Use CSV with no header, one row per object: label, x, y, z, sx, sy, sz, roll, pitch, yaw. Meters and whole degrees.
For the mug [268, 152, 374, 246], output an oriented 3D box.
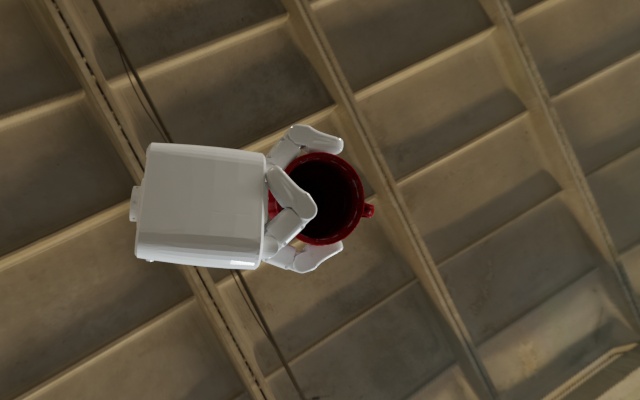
mug,0.001,0.002,0.513,0.117,0.093,0.081,9,-5,-17
